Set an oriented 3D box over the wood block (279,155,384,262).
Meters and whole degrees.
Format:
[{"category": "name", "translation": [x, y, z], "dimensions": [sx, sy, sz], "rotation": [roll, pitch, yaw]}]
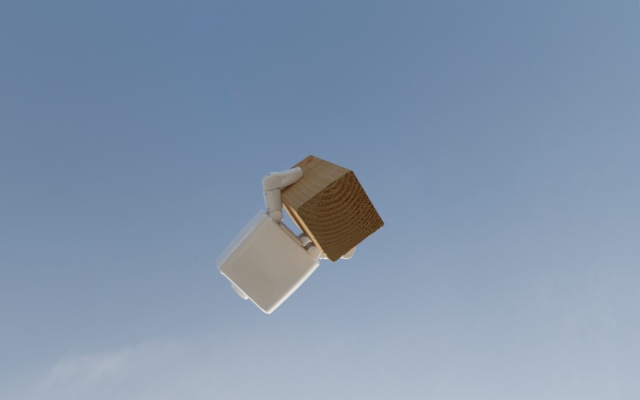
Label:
[{"category": "wood block", "translation": [0.000, 0.002, 0.703], "dimensions": [0.090, 0.091, 0.206], "rotation": [-36, 18, -7]}]
